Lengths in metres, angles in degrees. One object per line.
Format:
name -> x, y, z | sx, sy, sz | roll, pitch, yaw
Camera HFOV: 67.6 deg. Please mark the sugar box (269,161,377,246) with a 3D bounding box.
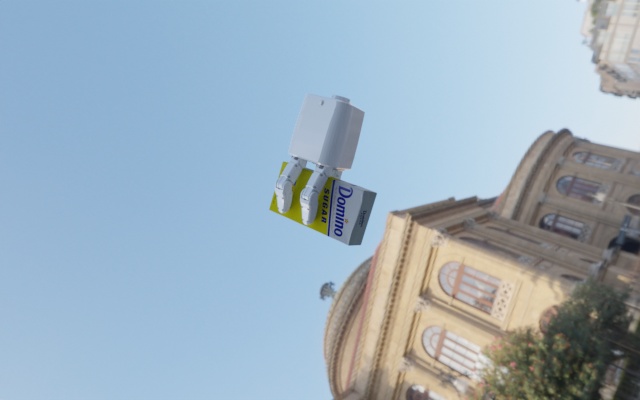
sugar box -> 0.000, 0.002, 0.799 | 0.176, 0.093, 0.048 | 21, 9, 36
